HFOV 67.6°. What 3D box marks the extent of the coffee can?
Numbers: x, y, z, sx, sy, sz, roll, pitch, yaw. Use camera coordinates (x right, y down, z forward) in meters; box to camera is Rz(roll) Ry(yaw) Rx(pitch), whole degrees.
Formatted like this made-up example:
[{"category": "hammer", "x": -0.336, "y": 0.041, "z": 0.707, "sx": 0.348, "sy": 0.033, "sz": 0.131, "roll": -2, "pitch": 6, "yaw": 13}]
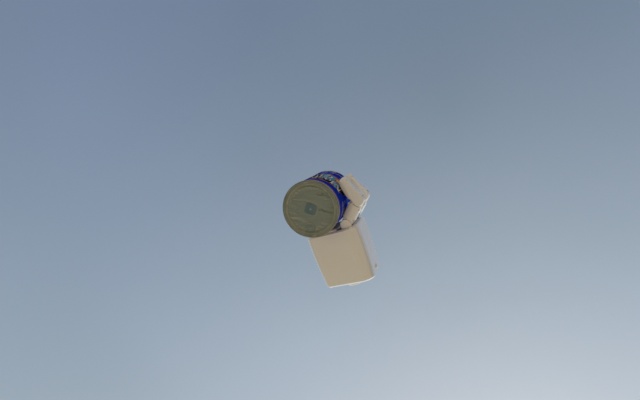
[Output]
[{"category": "coffee can", "x": 0.000, "y": 0.003, "z": 0.894, "sx": 0.103, "sy": 0.103, "sz": 0.140, "roll": 0, "pitch": 10, "yaw": 15}]
